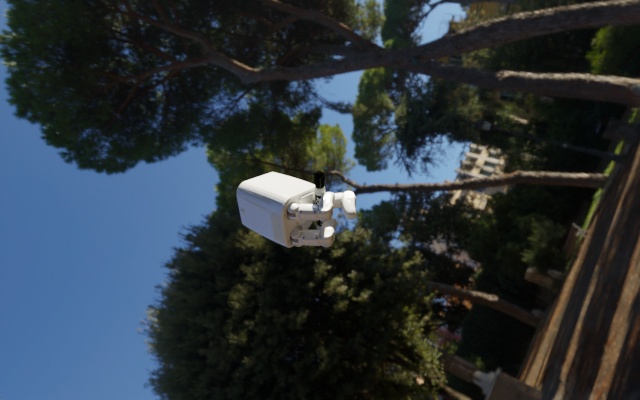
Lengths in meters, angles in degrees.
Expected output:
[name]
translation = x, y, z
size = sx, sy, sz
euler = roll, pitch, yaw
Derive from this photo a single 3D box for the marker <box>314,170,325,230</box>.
[marker]
translation = 0.000, 0.003, 0.800
size = 0.020, 0.121, 0.020
euler = -2, 36, 2
